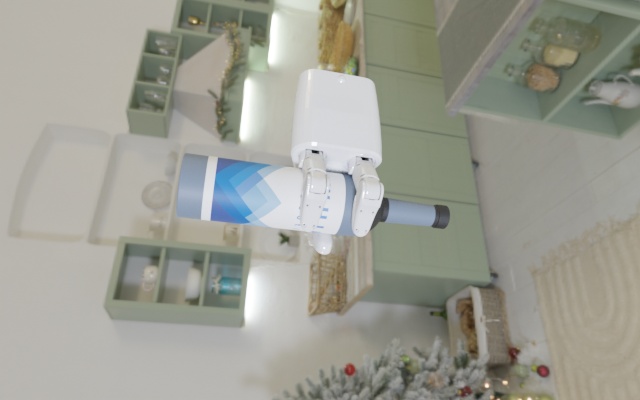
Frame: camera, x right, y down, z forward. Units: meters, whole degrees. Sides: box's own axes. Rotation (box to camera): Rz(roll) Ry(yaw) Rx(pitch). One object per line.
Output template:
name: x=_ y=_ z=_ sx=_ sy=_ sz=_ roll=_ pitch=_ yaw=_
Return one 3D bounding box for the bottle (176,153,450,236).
bottle: x=0.000 y=0.002 z=0.520 sx=0.296 sy=0.069 sz=0.069 roll=7 pitch=-2 yaw=-12
